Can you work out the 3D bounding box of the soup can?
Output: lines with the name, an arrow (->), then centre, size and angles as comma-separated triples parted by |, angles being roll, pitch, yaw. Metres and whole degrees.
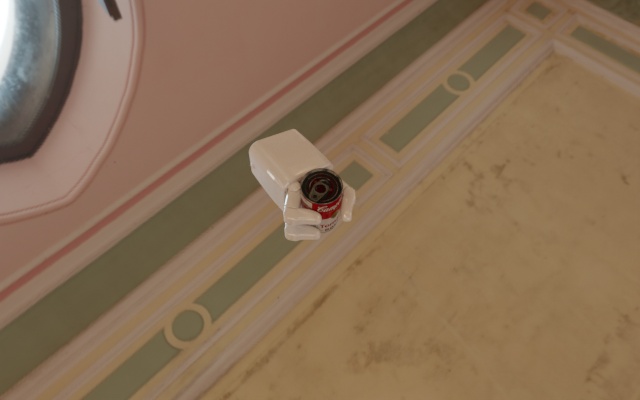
soup can -> 0.001, 0.003, 0.796 | 0.068, 0.068, 0.102 | 0, -31, -2
